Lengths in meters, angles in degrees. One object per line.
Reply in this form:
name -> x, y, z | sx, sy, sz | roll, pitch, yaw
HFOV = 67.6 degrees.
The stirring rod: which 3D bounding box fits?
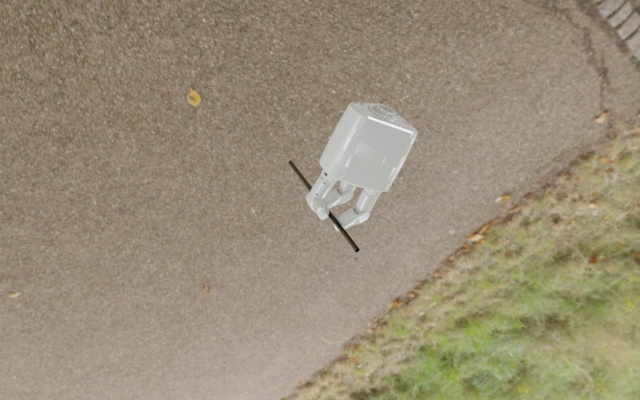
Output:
stirring rod -> 0.000, 0.002, 0.793 | 0.011, 0.011, 0.239 | 0, 37, -35
